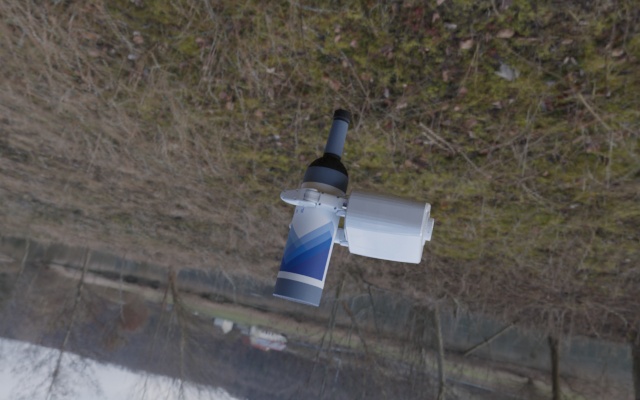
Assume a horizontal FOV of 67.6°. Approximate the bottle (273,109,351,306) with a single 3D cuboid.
[{"bbox_3d":[0.000,0.003,0.706,0.069,0.295,0.069,13,-15,4],"label":"bottle"}]
